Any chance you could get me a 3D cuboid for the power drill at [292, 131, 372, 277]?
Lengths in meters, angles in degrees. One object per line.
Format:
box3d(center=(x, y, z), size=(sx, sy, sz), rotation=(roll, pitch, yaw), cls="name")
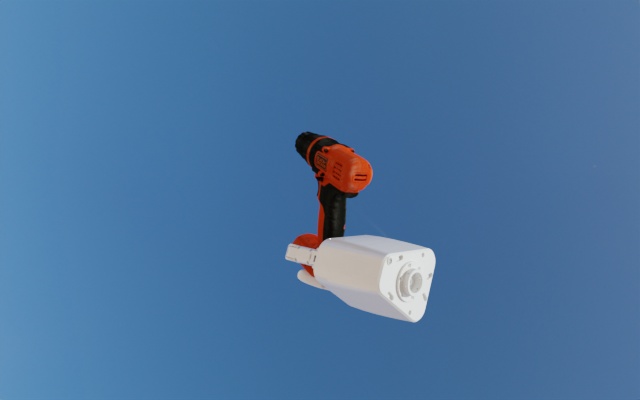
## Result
box3d(center=(0.000, 0.003, 0.694), size=(0.057, 0.188, 0.184), rotation=(-1, 21, -25), cls="power drill")
